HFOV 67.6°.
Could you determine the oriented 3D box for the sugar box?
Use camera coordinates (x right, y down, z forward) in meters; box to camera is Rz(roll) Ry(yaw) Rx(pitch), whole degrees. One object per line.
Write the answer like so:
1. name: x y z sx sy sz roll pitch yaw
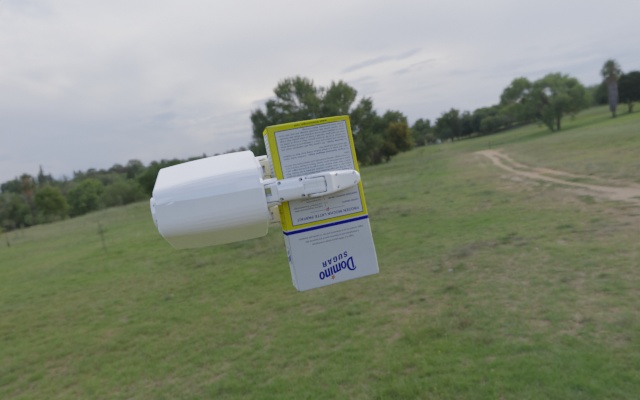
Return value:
1. sugar box: 0.000 0.002 0.520 0.093 0.176 0.048 -11 5 -11
